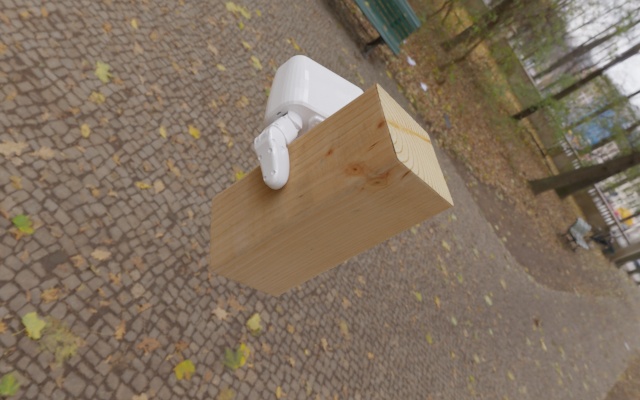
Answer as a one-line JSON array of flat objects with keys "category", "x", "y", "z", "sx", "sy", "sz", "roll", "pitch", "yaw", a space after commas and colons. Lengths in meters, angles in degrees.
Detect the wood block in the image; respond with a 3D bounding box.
[{"category": "wood block", "x": 0.000, "y": 0.001, "z": 0.442, "sx": 0.206, "sy": 0.090, "sz": 0.091, "roll": -32, "pitch": -43, "yaw": 27}]
